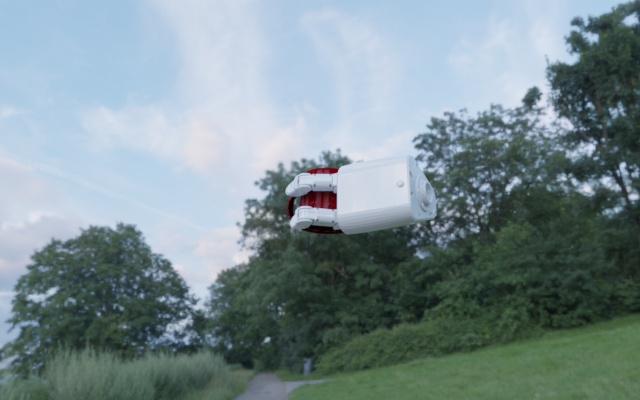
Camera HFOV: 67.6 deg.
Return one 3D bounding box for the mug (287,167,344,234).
[{"bbox_3d":[-0.001,0.002,0.737,0.117,0.081,0.093,-10,-22,30],"label":"mug"}]
